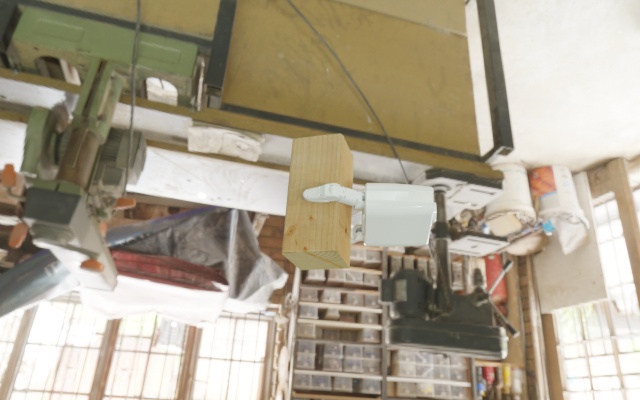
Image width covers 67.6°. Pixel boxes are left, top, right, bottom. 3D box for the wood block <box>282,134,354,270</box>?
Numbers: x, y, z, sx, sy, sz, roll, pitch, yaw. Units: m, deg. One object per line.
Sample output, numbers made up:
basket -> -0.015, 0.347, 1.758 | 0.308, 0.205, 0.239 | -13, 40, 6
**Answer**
wood block -> 0.000, 0.003, 0.797 | 0.090, 0.206, 0.091 | -4, -26, 16
